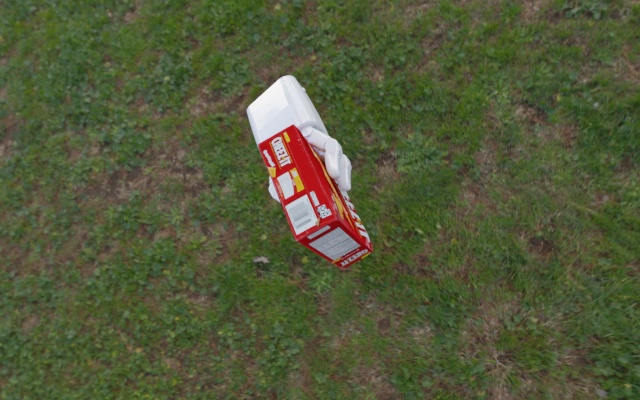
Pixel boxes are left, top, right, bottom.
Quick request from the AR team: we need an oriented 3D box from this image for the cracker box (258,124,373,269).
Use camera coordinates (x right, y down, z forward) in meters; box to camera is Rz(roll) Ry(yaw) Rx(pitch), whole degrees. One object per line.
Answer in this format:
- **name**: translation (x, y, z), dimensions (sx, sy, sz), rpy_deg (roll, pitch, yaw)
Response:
- **cracker box**: translation (0.000, 0.002, 0.742), dimensions (0.072, 0.164, 0.214), rpy_deg (-28, -25, 9)
